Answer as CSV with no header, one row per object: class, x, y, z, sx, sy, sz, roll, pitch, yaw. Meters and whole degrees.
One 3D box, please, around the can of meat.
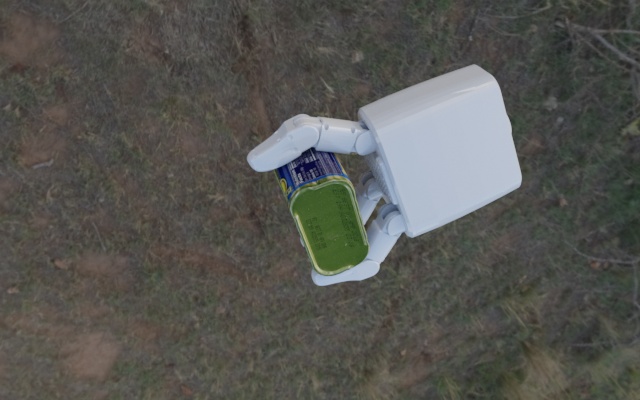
can of meat,0.000,0.001,0.407,0.057,0.102,0.084,-21,37,-2
